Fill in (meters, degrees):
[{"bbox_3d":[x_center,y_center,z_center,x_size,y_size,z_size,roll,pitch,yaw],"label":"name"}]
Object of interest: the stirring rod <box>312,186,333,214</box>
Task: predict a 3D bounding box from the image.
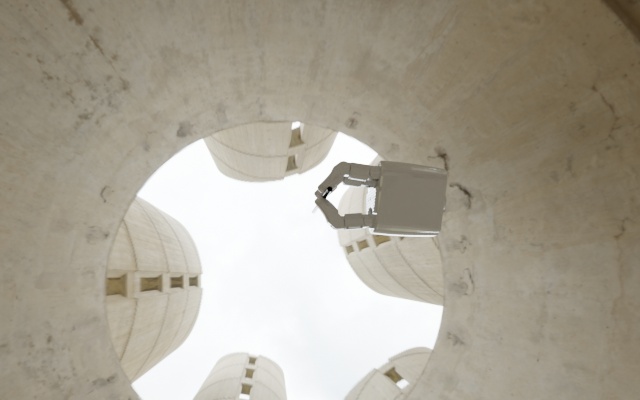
[{"bbox_3d":[0.000,0.003,0.798,0.011,0.011,0.239,0,-9,-6],"label":"stirring rod"}]
